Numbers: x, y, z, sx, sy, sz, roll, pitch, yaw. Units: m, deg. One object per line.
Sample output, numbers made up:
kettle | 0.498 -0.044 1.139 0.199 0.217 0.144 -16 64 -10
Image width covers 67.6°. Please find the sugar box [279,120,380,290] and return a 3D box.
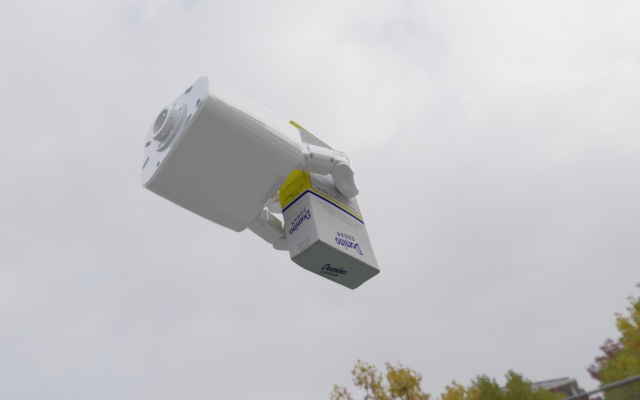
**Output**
sugar box | 0.000 0.002 0.512 0.048 0.176 0.093 -37 -48 26
